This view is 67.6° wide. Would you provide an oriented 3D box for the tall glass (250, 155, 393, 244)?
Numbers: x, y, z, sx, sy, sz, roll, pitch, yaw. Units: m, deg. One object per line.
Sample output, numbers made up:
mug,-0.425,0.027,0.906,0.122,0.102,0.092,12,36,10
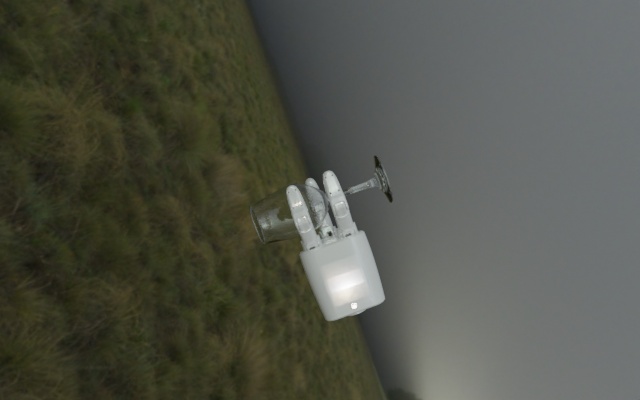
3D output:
tall glass,0.001,0.002,0.705,0.201,0.079,0.079,-20,0,-1
